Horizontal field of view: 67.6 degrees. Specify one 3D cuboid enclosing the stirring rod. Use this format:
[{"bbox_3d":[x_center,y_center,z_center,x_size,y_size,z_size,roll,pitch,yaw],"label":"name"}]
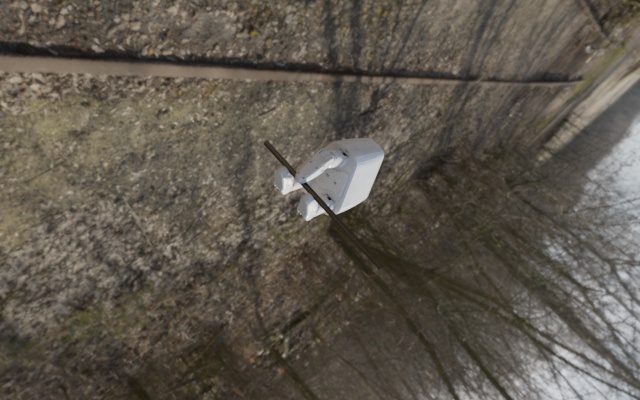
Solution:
[{"bbox_3d":[0.000,0.002,0.653,0.011,0.239,0.011,-39,-16,-13],"label":"stirring rod"}]
